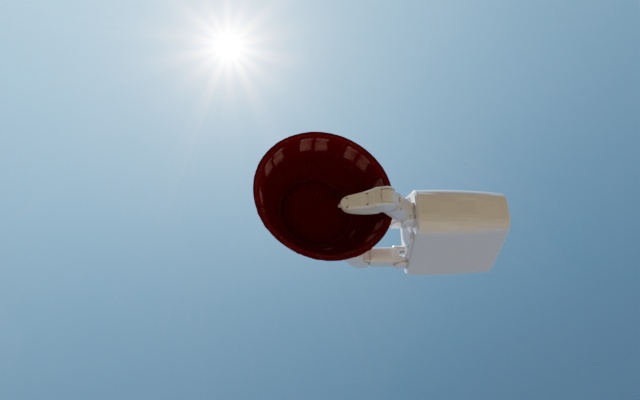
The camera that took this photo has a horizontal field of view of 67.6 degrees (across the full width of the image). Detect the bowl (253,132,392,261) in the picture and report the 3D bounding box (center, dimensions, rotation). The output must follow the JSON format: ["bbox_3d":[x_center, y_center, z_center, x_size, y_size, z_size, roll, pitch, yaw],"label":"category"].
[{"bbox_3d":[-0.001,0.002,0.553,0.162,0.162,0.055,0,-26,-14],"label":"bowl"}]
